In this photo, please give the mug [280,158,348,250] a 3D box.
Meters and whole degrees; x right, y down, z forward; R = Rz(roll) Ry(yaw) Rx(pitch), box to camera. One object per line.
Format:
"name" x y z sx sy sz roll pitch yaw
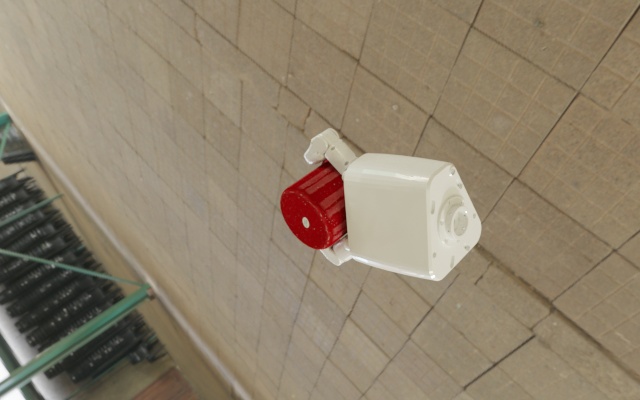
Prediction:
"mug" -0.001 0.002 0.561 0.081 0.093 0.117 -36 29 -32
